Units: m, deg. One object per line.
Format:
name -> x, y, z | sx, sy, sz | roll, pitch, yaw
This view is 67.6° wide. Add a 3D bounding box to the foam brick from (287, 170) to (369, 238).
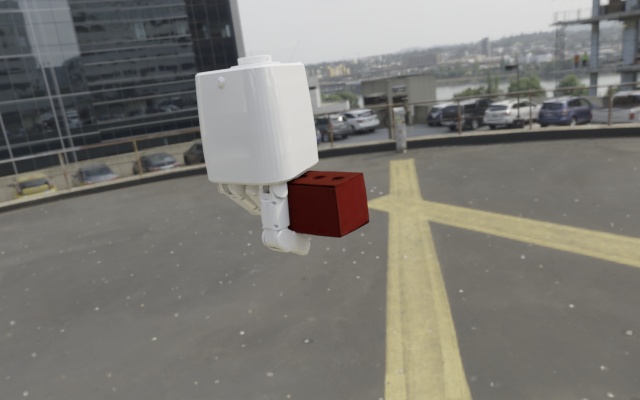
foam brick -> 0.000, 0.002, 0.467 | 0.078, 0.051, 0.053 | 4, 17, 35
